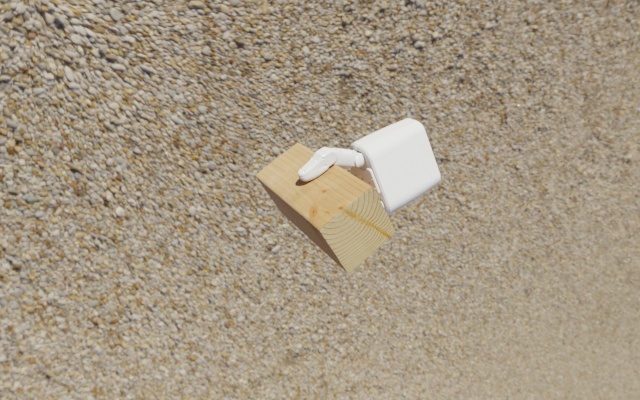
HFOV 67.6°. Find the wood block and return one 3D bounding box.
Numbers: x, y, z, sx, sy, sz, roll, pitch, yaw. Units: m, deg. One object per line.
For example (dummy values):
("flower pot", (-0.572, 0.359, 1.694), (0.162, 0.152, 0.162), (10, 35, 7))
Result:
("wood block", (0.000, 0.002, 0.691), (0.090, 0.091, 0.206), (-39, 36, -11))
